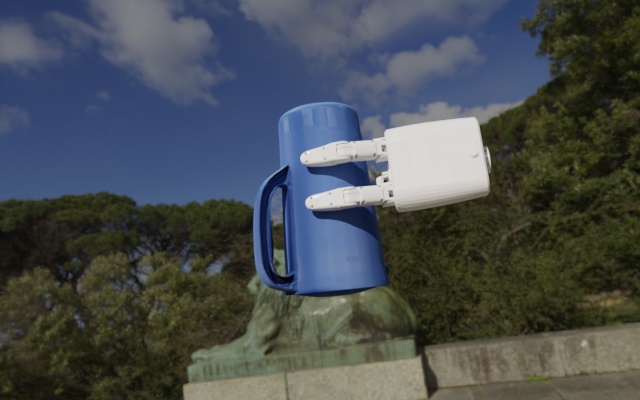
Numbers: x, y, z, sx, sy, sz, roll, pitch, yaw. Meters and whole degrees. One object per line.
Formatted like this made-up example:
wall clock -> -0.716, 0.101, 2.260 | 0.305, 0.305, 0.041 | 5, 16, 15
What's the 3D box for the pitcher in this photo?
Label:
pitcher -> 0.000, 0.002, 0.619 | 0.145, 0.242, 0.149 | -9, -10, 14
